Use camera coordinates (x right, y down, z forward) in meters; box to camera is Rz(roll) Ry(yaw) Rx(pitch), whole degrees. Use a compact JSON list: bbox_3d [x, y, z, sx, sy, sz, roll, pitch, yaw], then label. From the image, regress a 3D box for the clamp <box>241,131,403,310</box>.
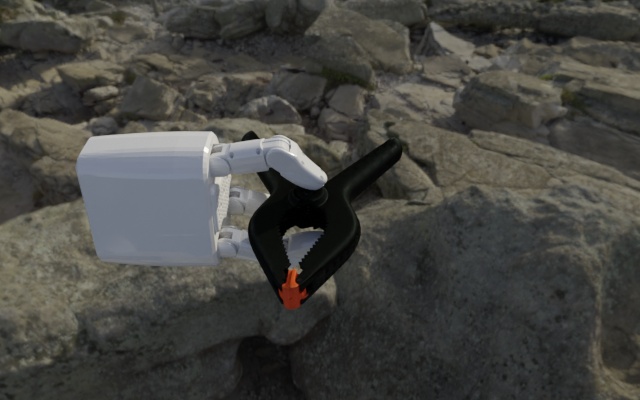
[{"bbox_3d":[0.000,0.001,0.425,0.164,0.036,0.209,-2,42,2],"label":"clamp"}]
